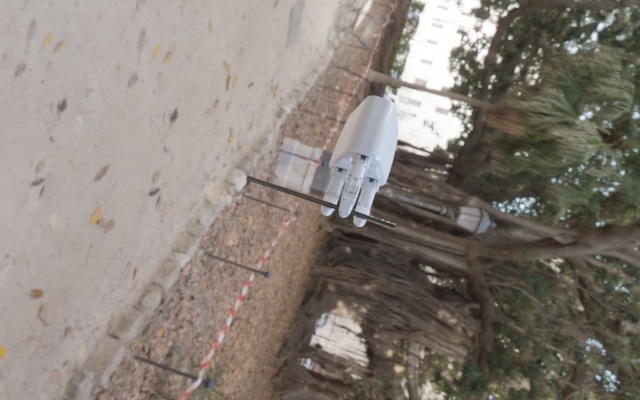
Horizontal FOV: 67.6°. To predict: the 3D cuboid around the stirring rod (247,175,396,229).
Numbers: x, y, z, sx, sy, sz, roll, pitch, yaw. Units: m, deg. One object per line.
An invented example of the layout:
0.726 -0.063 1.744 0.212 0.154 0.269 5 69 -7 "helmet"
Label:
0.000 0.002 0.737 0.239 0.011 0.011 18 1 4 "stirring rod"
